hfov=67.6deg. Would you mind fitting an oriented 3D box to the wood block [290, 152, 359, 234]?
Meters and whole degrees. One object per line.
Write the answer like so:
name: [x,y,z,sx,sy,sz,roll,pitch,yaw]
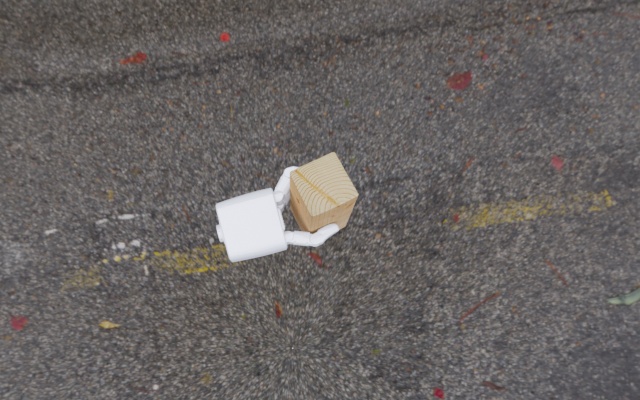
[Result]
wood block: [0.000,0.003,0.894,0.090,0.090,0.206,-25,-14,-10]
